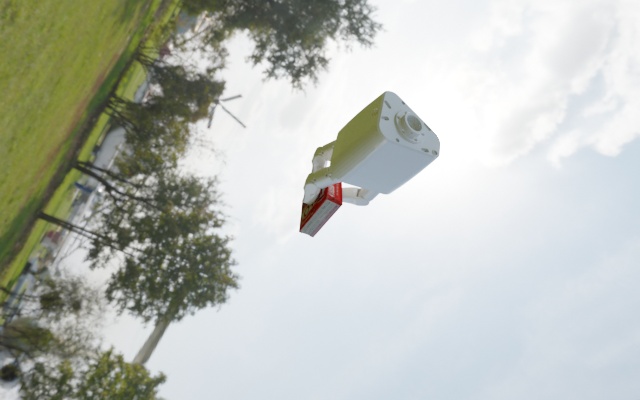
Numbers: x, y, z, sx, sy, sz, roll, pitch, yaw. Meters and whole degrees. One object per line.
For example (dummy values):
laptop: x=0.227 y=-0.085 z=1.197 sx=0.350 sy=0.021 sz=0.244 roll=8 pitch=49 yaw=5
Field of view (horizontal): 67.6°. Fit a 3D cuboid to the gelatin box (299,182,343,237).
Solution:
gelatin box: x=0.000 y=0.003 z=0.746 sx=0.030 sy=0.073 sz=0.089 roll=24 pitch=-50 yaw=-18
